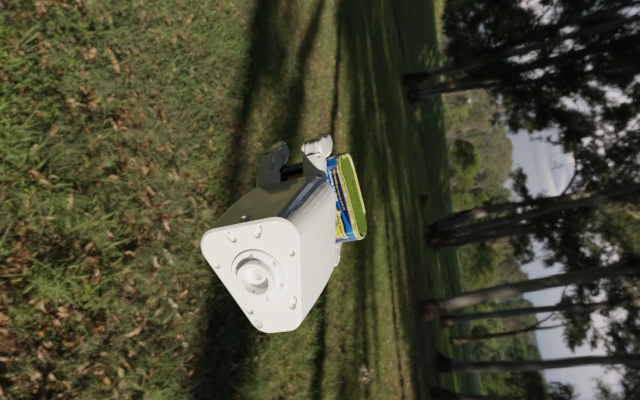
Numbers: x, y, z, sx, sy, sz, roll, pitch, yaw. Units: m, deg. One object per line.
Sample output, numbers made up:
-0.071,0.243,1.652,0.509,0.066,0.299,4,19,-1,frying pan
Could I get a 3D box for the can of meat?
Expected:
0.000,0.002,0.540,0.084,0.102,0.057,-11,12,20,can of meat
